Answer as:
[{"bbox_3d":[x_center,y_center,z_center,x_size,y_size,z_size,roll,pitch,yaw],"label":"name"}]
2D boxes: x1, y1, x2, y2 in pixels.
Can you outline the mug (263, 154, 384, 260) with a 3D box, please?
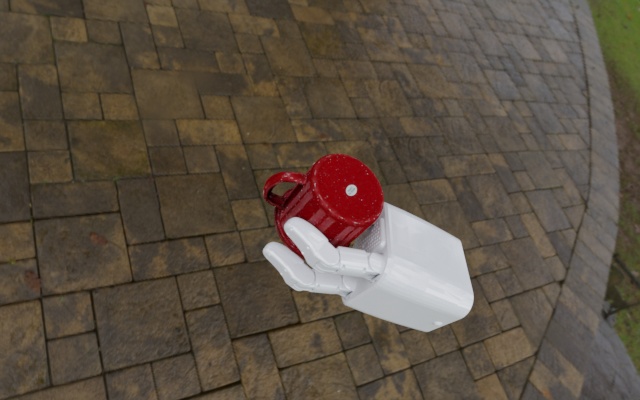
[{"bbox_3d":[-0.001,0.001,0.481,0.117,0.093,0.081,23,-38,-16],"label":"mug"}]
